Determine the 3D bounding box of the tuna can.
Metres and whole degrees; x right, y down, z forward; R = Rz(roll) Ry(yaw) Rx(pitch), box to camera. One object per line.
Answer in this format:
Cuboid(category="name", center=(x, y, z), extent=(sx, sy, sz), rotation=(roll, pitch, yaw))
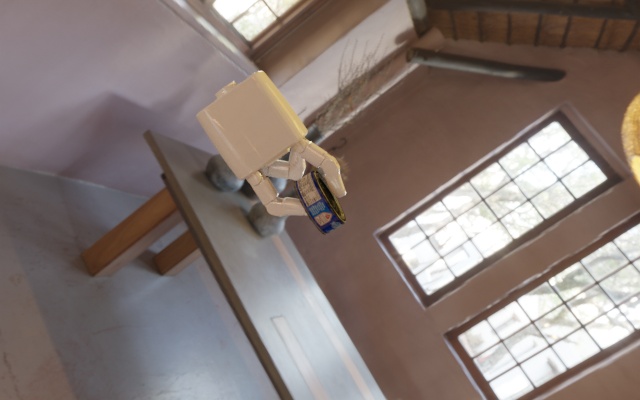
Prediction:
Cuboid(category="tuna can", center=(0.001, 0.002, 0.656), extent=(0.034, 0.086, 0.086), rotation=(-31, -6, 10))
